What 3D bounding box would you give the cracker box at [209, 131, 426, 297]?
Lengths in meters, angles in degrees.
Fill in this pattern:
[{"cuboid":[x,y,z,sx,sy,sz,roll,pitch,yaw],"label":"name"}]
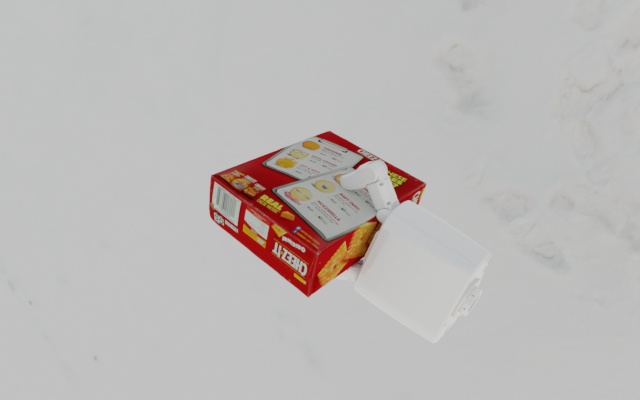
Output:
[{"cuboid":[0.000,0.002,0.578,0.164,0.072,0.213,33,39,27],"label":"cracker box"}]
